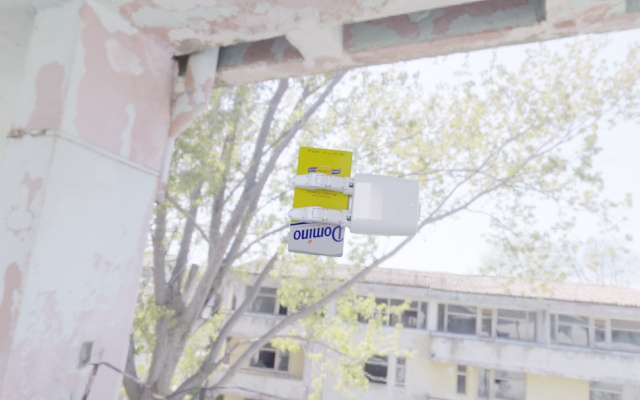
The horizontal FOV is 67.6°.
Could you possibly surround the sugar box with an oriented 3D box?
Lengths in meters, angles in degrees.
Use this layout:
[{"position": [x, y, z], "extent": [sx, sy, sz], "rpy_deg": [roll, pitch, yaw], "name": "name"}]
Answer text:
[{"position": [0.000, 0.002, 0.796], "extent": [0.093, 0.176, 0.048], "rpy_deg": [5, -13, 1], "name": "sugar box"}]
